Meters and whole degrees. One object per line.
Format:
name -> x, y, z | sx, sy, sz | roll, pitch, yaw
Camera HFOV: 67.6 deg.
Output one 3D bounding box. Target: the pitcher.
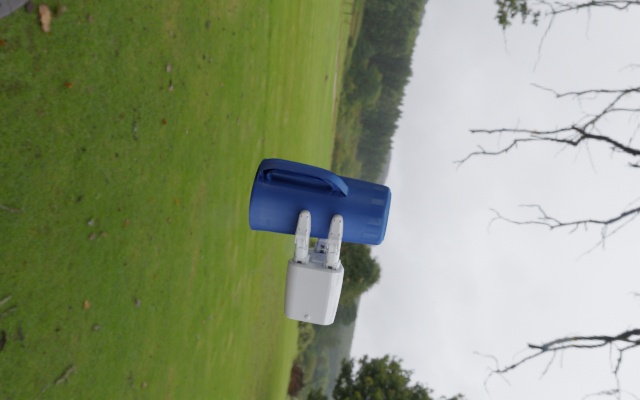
pitcher -> 0.000, 0.003, 0.851 | 0.243, 0.145, 0.149 | 9, 11, 5
